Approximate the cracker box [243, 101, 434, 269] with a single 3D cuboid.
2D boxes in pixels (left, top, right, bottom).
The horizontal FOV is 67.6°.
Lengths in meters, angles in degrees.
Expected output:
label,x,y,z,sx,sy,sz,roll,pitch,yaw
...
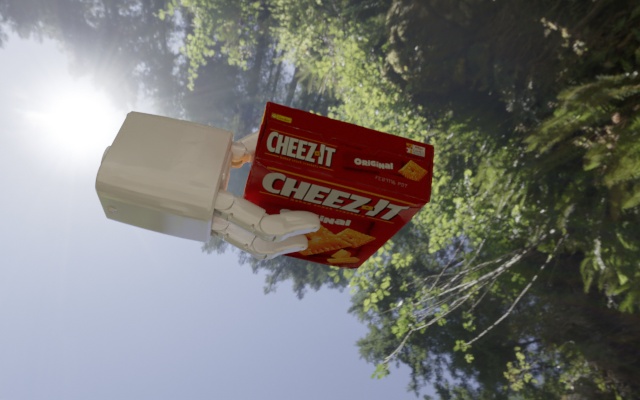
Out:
label,x,y,z,sx,sy,sz,roll,pitch,yaw
cracker box,0.000,0.002,0.515,0.164,0.072,0.214,13,-27,-9
